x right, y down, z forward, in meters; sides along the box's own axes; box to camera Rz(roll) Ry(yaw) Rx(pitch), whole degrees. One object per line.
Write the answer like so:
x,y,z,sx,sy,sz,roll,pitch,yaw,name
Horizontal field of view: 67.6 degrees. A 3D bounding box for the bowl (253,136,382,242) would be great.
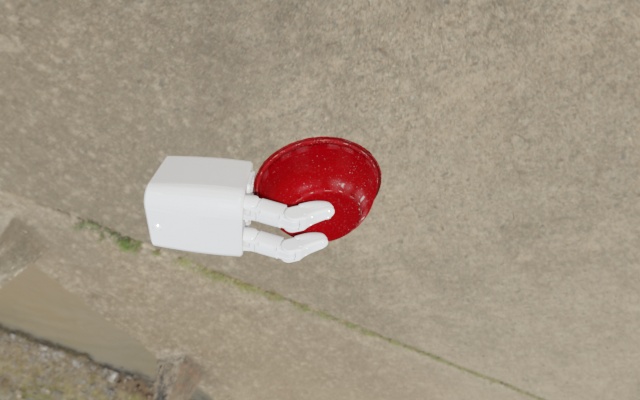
0.001,0.002,0.580,0.162,0.055,0.162,-5,-44,-5,bowl
